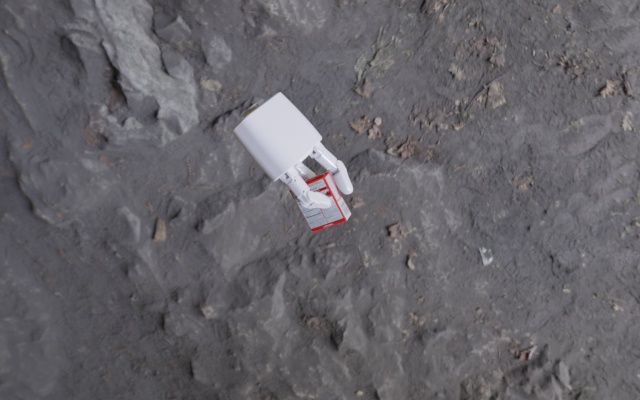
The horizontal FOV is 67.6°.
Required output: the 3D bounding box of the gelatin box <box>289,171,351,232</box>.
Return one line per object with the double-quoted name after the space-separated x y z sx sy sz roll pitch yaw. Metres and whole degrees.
0.000 0.003 0.821 0.073 0.089 0.030 -21 15 30 "gelatin box"
